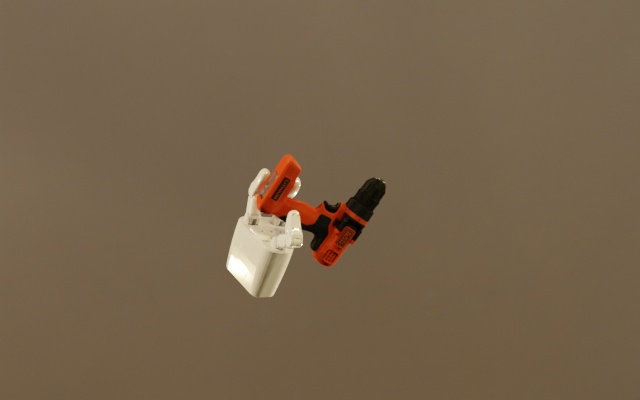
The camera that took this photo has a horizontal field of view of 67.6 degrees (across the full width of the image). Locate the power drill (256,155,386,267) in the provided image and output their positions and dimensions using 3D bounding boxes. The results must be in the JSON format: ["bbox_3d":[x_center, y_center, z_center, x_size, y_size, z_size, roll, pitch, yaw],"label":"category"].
[{"bbox_3d":[0.000,0.003,0.818,0.188,0.184,0.057,34,5,-19],"label":"power drill"}]
